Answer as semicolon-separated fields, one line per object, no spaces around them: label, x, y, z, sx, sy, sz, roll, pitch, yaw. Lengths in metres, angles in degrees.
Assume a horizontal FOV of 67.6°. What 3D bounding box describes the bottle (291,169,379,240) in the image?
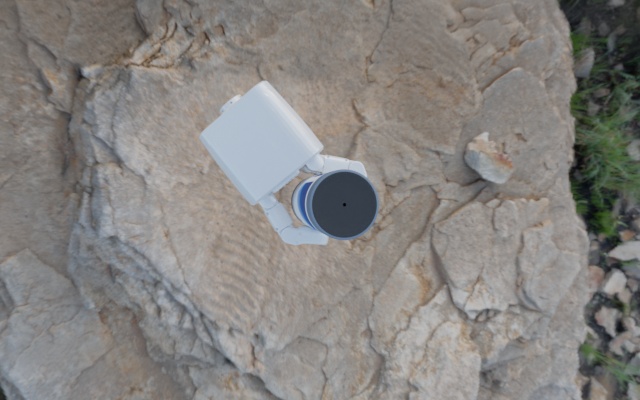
bottle;0.000;0.002;0.590;0.069;0.069;0.295;0;1;-9
